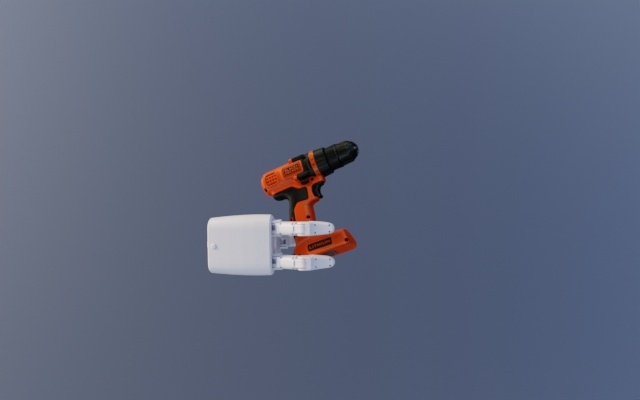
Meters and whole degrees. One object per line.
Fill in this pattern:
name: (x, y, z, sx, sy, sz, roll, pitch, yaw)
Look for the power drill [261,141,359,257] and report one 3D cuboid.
power drill: (0.000, 0.003, 0.821, 0.184, 0.187, 0.057, -23, -23, 15)
